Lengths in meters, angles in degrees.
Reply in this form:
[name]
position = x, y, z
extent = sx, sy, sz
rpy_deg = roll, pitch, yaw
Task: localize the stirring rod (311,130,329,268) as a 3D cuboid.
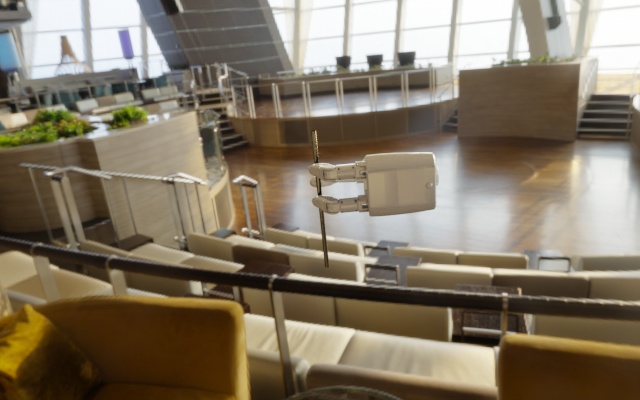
[stirring rod]
position = 0.000, 0.003, 0.800
extent = 0.011, 0.240, 0.011
rpy_deg = -5, 19, 2
